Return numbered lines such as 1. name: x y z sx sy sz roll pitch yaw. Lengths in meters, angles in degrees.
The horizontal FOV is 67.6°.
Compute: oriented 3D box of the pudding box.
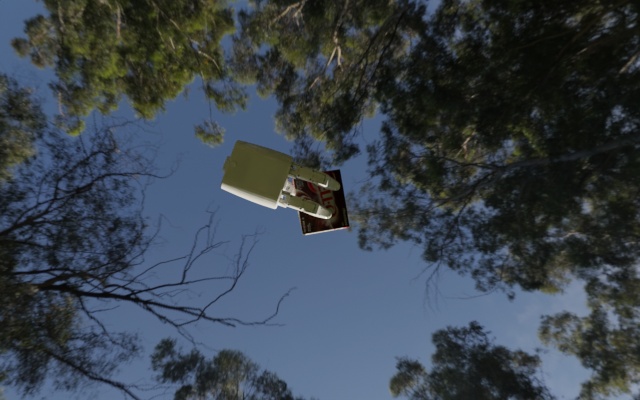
1. pudding box: 0.000 0.003 0.894 0.090 0.113 0.039 -9 -2 -7
